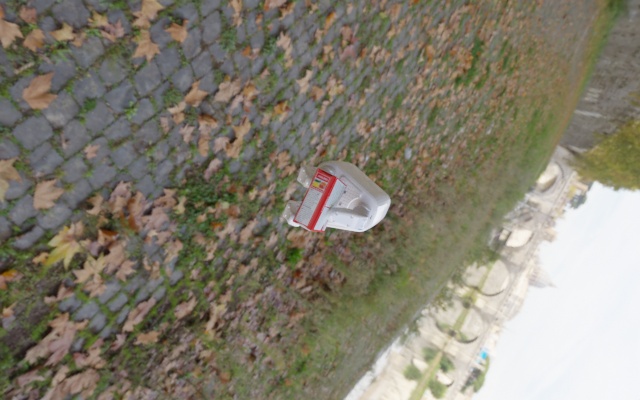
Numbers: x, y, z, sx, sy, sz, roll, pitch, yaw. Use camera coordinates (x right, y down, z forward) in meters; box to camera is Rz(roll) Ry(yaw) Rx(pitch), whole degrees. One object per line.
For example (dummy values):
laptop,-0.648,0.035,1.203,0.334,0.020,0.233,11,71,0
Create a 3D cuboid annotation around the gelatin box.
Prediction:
gelatin box,0.000,0.002,0.616,0.030,0.073,0.089,26,0,11
